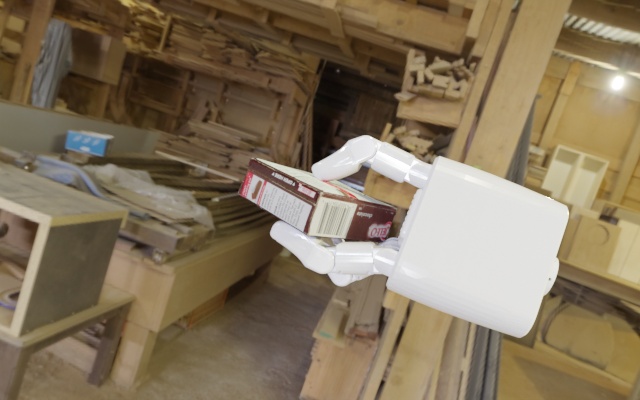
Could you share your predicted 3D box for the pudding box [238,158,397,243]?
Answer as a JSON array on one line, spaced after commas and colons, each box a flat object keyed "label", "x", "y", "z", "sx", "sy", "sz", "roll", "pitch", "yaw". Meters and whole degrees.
[{"label": "pudding box", "x": 0.000, "y": 0.001, "z": 0.419, "sx": 0.090, "sy": 0.039, "sz": 0.113, "roll": 26, "pitch": 8, "yaw": 39}]
